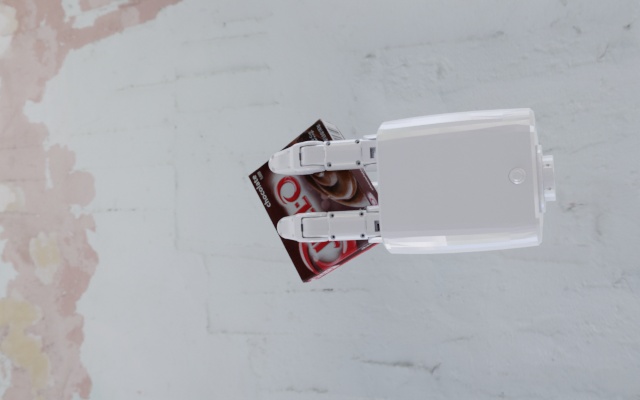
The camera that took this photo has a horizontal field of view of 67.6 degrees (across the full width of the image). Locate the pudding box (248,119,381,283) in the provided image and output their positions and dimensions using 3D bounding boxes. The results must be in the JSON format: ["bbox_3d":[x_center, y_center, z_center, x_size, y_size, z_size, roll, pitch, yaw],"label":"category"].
[{"bbox_3d":[0.000,0.001,0.416,0.090,0.113,0.039,-35,-17,24],"label":"pudding box"}]
